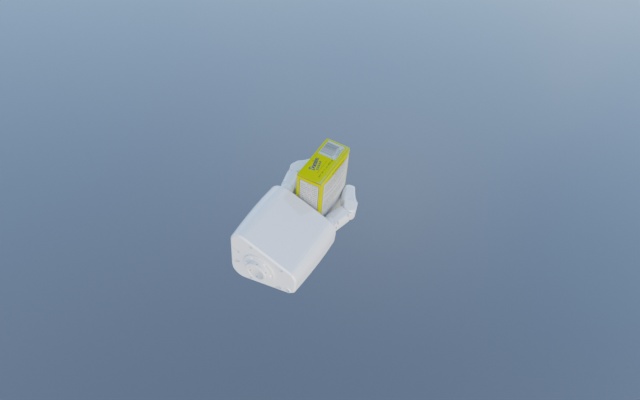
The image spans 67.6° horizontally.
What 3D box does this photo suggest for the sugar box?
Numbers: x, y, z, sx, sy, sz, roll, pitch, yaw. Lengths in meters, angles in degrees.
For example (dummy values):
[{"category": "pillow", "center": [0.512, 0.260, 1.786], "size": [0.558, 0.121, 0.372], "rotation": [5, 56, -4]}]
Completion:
[{"category": "sugar box", "center": [0.000, 0.002, 0.731], "size": [0.048, 0.176, 0.093], "rotation": [26, 50, 15]}]
